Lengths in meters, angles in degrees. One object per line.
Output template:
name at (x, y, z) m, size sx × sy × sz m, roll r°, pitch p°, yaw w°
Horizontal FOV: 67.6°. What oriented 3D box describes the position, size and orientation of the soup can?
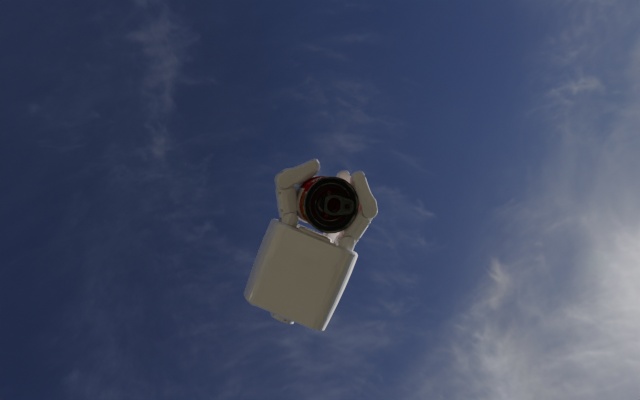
soup can at (0.000, 0.001, 0.611) m, size 0.068 × 0.068 × 0.102 m, roll 0°, pitch 4°, yaw -16°
